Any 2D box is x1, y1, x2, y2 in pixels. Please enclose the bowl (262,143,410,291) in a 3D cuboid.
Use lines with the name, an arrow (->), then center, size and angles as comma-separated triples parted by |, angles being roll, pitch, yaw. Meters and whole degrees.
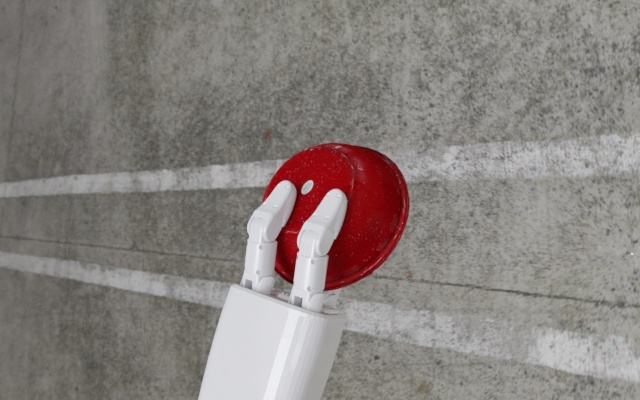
bowl -> 0.000, 0.000, 0.460 | 0.162, 0.162, 0.055 | 0, -28, 29
